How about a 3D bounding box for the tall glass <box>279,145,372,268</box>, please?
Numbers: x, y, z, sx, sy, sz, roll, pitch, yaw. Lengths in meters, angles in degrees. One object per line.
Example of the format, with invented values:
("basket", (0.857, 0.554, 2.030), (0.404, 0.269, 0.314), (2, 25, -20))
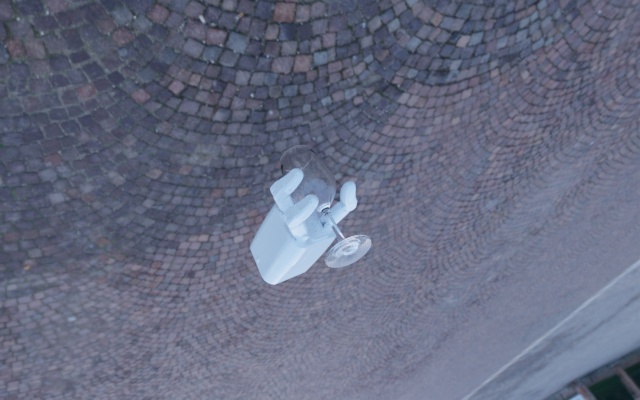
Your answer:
("tall glass", (0.001, 0.003, 0.741), (0.079, 0.201, 0.079), (-19, -35, -14))
